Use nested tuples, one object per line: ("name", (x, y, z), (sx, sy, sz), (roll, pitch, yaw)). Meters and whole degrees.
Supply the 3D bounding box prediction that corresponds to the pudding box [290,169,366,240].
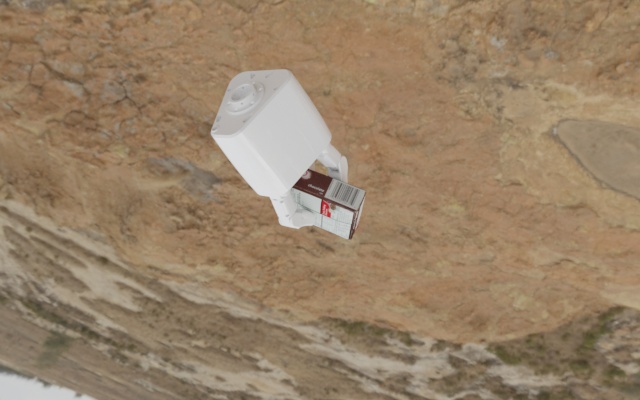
("pudding box", (0.000, 0.002, 0.648), (0.113, 0.039, 0.090), (23, -26, 10))
